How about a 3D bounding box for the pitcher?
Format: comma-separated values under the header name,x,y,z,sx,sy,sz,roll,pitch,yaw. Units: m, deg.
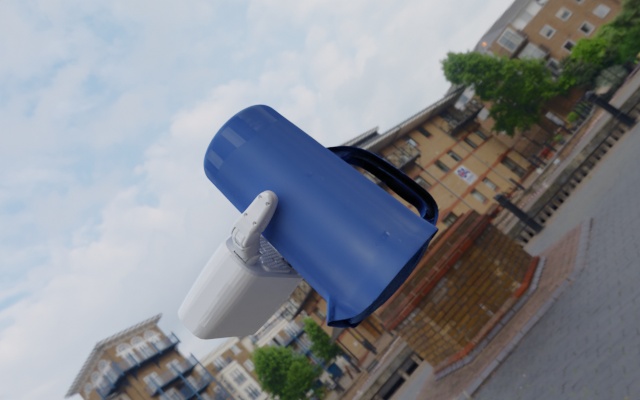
name,x,y,z,sx,sy,sz,roll,pitch,yaw
pitcher,0.000,0.002,0.514,0.243,0.145,0.149,41,17,15
